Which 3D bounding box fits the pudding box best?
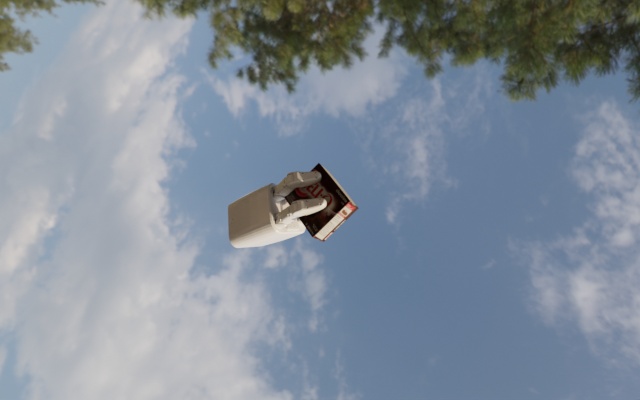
[{"bbox_3d":[0.000,0.003,0.832,0.039,0.090,0.113,32,16,-52],"label":"pudding box"}]
